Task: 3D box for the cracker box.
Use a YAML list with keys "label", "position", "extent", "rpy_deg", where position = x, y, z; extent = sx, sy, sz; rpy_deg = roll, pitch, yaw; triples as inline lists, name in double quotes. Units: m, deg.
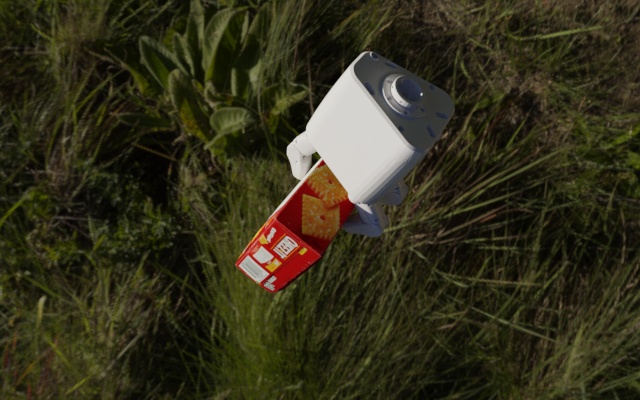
- label: "cracker box"
  position: [0.000, 0.002, 0.601]
  extent: [0.072, 0.213, 0.164]
  rpy_deg: [40, -35, -3]
